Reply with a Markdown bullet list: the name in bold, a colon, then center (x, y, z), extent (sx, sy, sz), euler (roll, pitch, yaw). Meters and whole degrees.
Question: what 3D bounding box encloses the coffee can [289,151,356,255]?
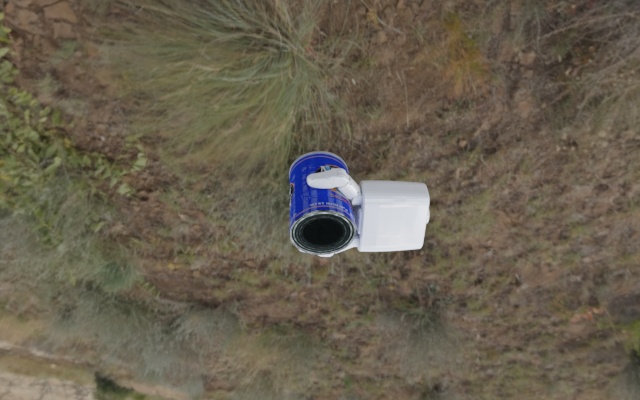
- **coffee can**: center (0.000, 0.002, 0.779), extent (0.103, 0.103, 0.140), euler (-2, 45, -2)
